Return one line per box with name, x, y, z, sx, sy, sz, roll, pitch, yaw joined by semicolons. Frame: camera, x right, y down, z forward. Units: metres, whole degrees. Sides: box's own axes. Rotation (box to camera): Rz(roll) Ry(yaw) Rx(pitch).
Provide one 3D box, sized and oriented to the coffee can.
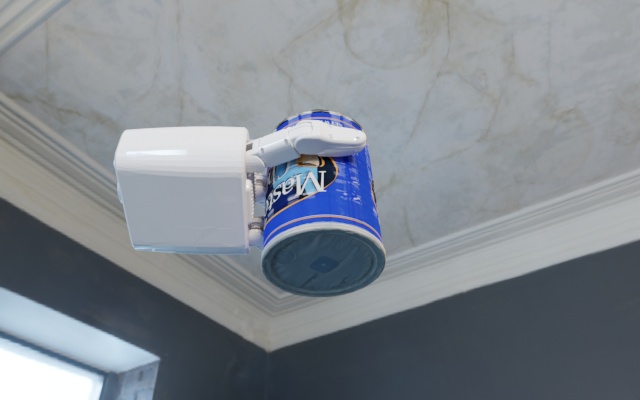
coffee can;0.000;0.001;0.436;0.103;0.140;0.103;-2;-41;-1
